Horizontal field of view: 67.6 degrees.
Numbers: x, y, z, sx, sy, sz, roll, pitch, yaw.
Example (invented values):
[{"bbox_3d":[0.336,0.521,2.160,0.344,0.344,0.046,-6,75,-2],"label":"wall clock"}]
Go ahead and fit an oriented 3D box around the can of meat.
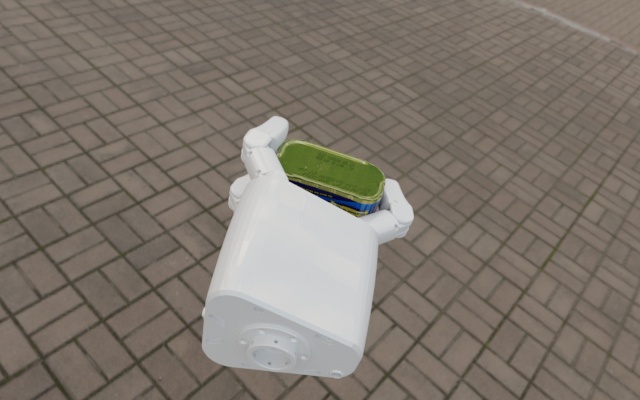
[{"bbox_3d":[0.000,0.001,0.431,0.102,0.084,0.057,18,43,0],"label":"can of meat"}]
